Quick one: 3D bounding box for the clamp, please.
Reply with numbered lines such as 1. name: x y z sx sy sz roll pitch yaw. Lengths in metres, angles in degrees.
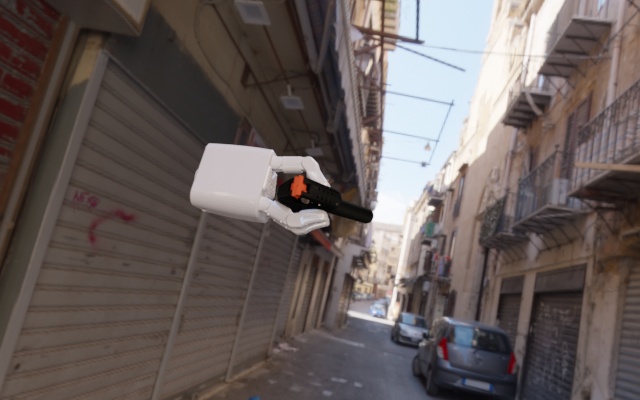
1. clamp: 0.000 0.001 0.726 0.164 0.036 0.210 6 -10 6
